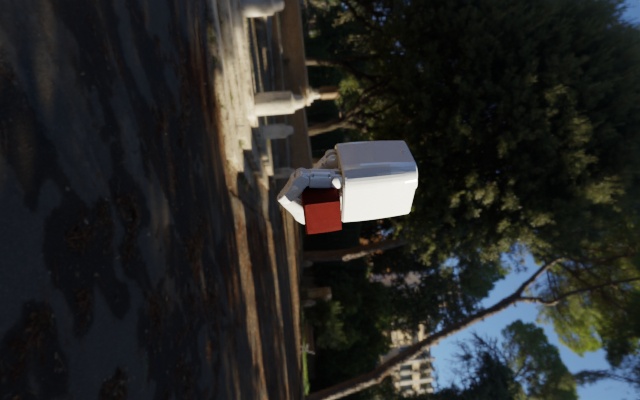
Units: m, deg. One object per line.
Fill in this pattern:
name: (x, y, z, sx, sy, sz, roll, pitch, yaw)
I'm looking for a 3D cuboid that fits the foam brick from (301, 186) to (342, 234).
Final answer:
foam brick: (0.000, 0.002, 0.683, 0.051, 0.053, 0.078, -5, 36, -3)
